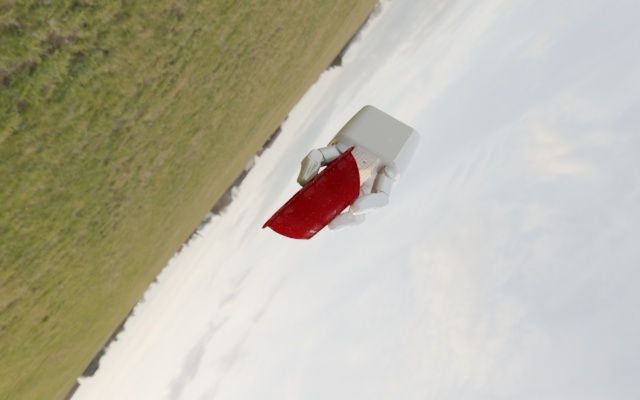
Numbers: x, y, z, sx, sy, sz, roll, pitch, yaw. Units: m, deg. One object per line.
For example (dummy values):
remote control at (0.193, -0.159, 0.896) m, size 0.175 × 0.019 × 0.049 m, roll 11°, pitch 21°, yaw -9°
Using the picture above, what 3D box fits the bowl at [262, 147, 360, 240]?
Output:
bowl at (0.000, 0.003, 0.630) m, size 0.162 × 0.055 × 0.162 m, roll -41°, pitch -1°, yaw 0°
